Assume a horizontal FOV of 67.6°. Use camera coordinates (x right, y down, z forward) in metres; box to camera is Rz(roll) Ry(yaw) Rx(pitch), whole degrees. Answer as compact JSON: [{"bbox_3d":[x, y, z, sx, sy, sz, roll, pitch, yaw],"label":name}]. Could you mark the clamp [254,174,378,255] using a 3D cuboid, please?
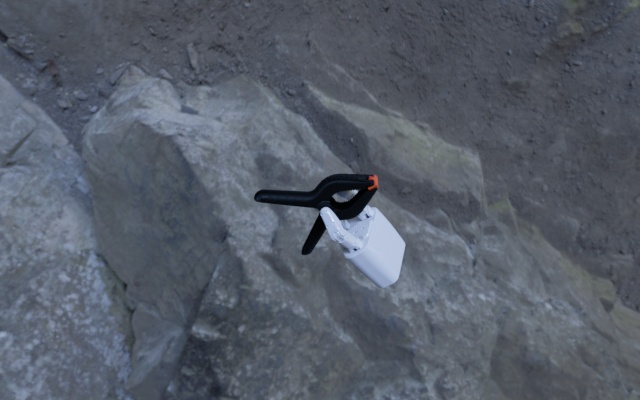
[{"bbox_3d":[0.001,0.003,0.834,0.210,0.036,0.165,-31,-59,24],"label":"clamp"}]
